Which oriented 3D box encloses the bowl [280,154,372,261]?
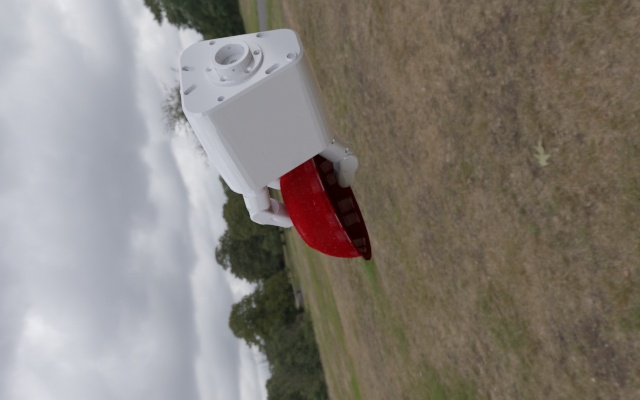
[{"bbox_3d":[0.000,0.003,0.535,0.055,0.162,0.162,-25,-6,12],"label":"bowl"}]
